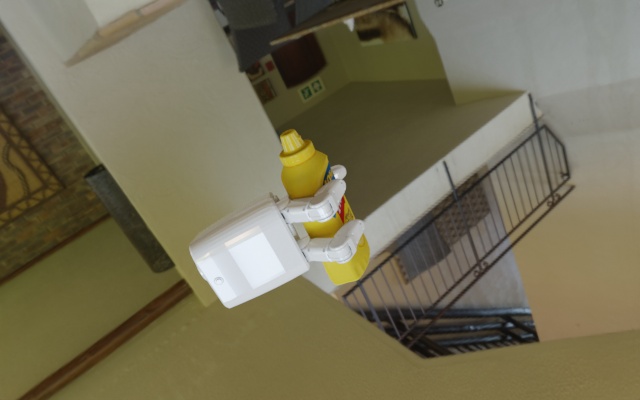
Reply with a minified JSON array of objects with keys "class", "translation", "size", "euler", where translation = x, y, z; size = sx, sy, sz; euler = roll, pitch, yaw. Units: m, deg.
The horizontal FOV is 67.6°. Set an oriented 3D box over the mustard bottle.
[{"class":"mustard bottle","translation":[0.001,0.002,0.575],"size":[0.058,0.192,0.096],"euler":[-17,27,19]}]
